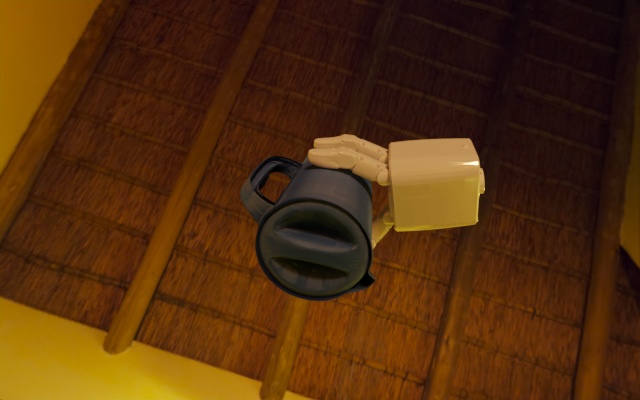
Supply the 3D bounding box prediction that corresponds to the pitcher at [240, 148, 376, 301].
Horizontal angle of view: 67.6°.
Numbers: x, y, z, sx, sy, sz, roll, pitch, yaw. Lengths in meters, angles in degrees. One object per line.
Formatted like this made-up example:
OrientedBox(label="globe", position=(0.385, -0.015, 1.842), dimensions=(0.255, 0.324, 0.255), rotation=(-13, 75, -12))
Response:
OrientedBox(label="pitcher", position=(0.000, 0.002, 0.628), dimensions=(0.145, 0.149, 0.242), rotation=(-6, 25, 12))
